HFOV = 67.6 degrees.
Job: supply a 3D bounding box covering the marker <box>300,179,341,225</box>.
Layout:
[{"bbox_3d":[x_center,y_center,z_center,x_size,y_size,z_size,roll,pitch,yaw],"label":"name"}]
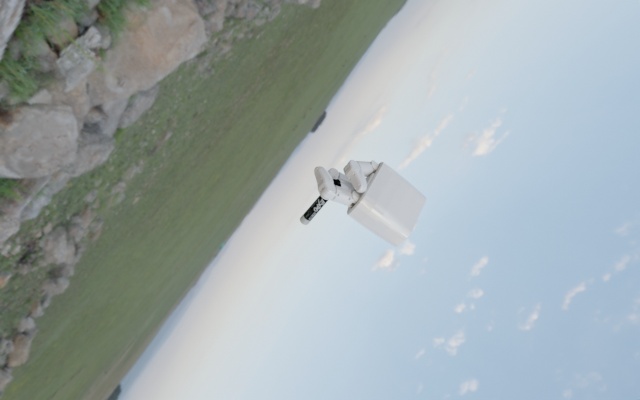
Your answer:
[{"bbox_3d":[0.000,0.003,0.834,0.020,0.020,0.121,0,-36,-38],"label":"marker"}]
